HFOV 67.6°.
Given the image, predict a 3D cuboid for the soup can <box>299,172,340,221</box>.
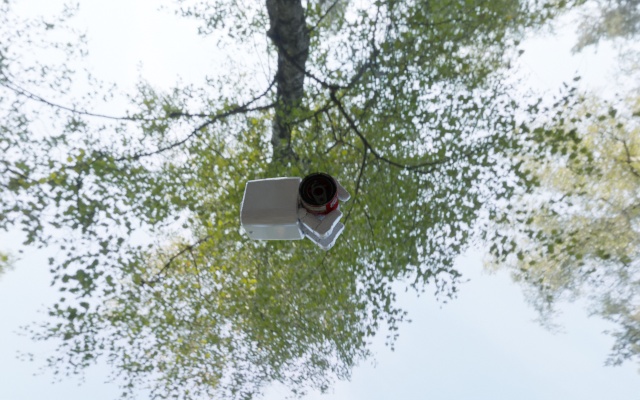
[{"bbox_3d":[0.001,0.003,0.880,0.068,0.068,0.102,0,-28,7],"label":"soup can"}]
